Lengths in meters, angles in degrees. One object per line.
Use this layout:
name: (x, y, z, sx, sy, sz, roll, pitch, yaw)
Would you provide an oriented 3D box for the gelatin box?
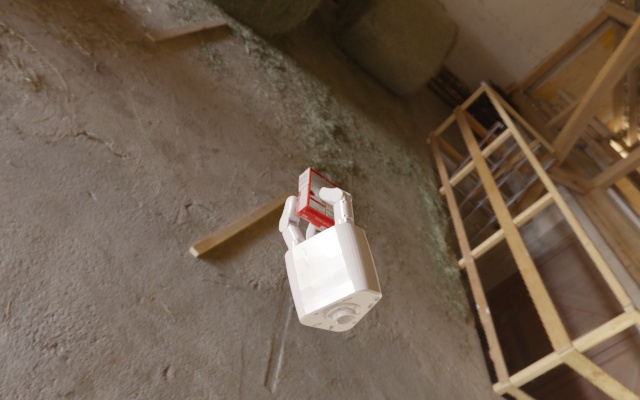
gelatin box: (0.000, 0.002, 0.743, 0.073, 0.089, 0.030, 32, -52, -27)
